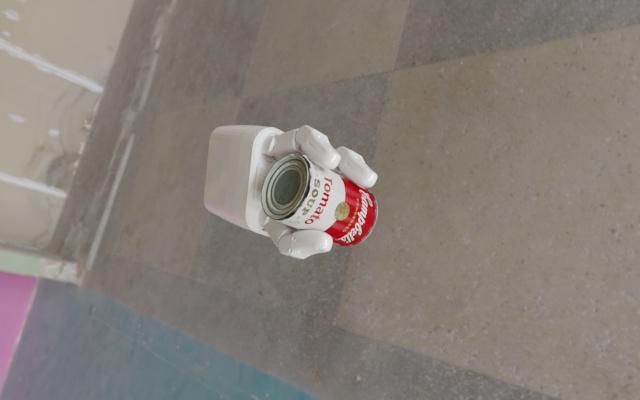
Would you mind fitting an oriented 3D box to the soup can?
[{"bbox_3d":[0.000,0.002,0.477,0.068,0.068,0.102,0,-18,45],"label":"soup can"}]
